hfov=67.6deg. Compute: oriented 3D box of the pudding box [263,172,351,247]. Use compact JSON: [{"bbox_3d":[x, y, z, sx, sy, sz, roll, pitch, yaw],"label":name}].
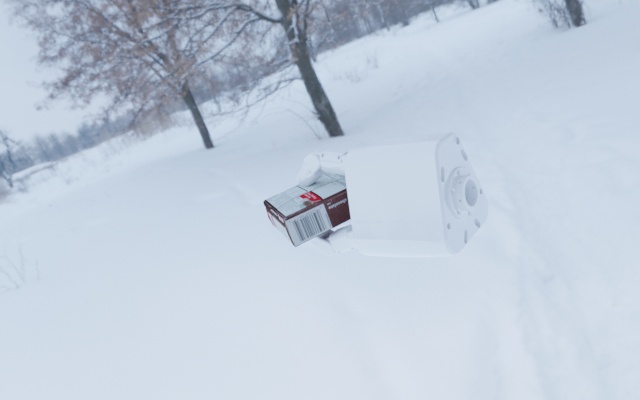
[{"bbox_3d":[0.000,0.002,0.549,0.113,0.039,0.090,-24,19,-14],"label":"pudding box"}]
